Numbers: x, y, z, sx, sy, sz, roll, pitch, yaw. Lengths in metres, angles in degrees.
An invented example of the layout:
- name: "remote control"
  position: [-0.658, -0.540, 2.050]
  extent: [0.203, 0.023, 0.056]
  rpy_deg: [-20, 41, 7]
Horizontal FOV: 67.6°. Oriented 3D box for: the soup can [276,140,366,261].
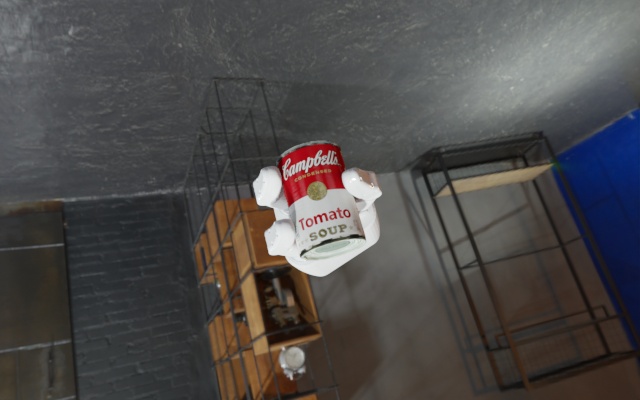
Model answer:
- name: "soup can"
  position: [0.000, 0.002, 0.471]
  extent: [0.068, 0.102, 0.068]
  rpy_deg: [-13, -19, -5]
